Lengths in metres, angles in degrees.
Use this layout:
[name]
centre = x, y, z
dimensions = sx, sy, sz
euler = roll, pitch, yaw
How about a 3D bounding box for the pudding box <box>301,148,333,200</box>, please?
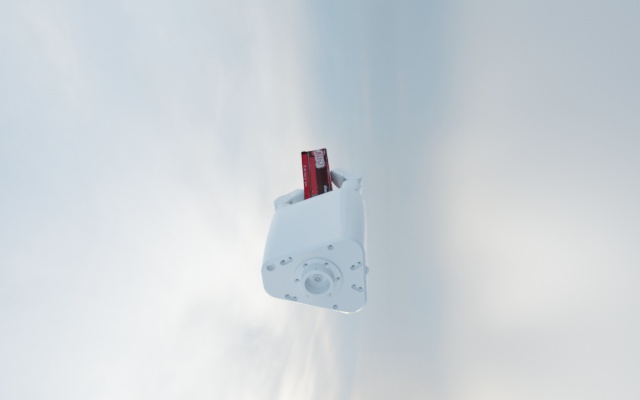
[pudding box]
centre = 0.000, 0.002, 0.622
dimensions = 0.039, 0.090, 0.114
euler = -5, -36, 1
